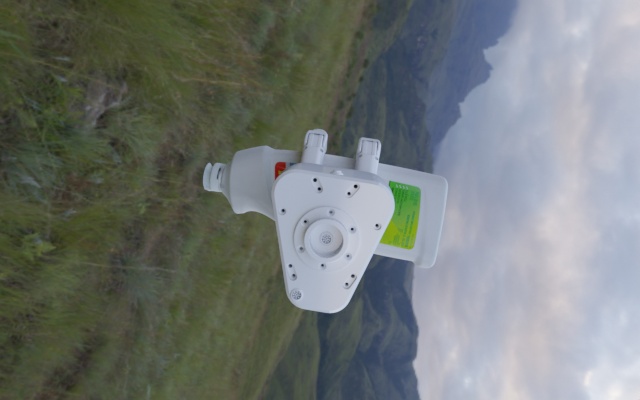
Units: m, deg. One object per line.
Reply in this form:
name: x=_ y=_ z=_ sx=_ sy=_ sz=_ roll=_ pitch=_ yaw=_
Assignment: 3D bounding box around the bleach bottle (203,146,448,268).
bleach bottle: x=0.000 y=0.002 z=0.511 sx=0.251 sy=0.102 sz=0.068 roll=9 pitch=3 yaw=2
